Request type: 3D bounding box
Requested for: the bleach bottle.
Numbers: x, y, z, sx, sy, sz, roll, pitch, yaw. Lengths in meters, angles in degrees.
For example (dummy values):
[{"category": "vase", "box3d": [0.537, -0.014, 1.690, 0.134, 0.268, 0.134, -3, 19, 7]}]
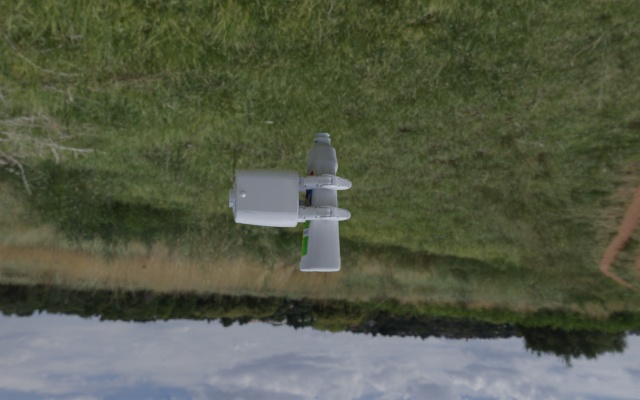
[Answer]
[{"category": "bleach bottle", "box3d": [0.000, 0.003, 0.877, 0.068, 0.250, 0.102, 2, -9, -11]}]
